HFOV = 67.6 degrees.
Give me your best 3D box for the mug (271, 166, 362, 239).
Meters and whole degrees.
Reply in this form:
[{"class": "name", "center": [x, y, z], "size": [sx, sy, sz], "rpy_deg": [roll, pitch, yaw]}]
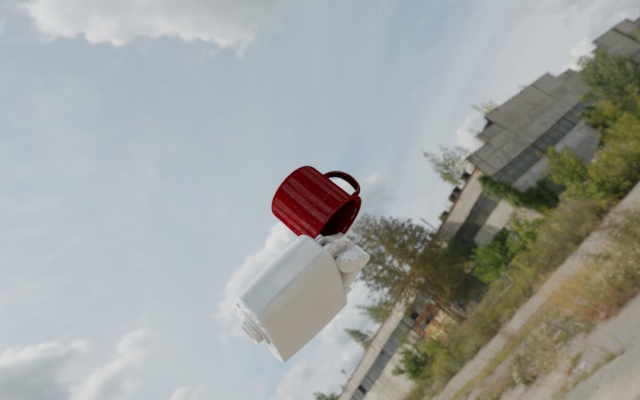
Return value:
[{"class": "mug", "center": [0.001, 0.001, 0.612], "size": [0.081, 0.117, 0.093], "rpy_deg": [38, -26, 21]}]
